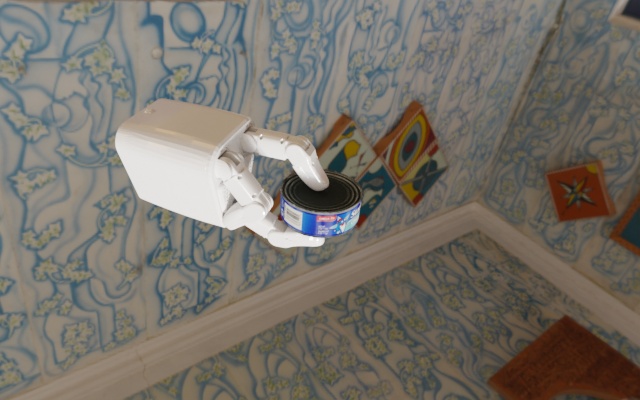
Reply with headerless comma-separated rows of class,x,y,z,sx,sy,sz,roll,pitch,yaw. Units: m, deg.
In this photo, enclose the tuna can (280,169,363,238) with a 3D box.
tuna can,0.000,0.002,0.504,0.086,0.034,0.086,4,33,-2
